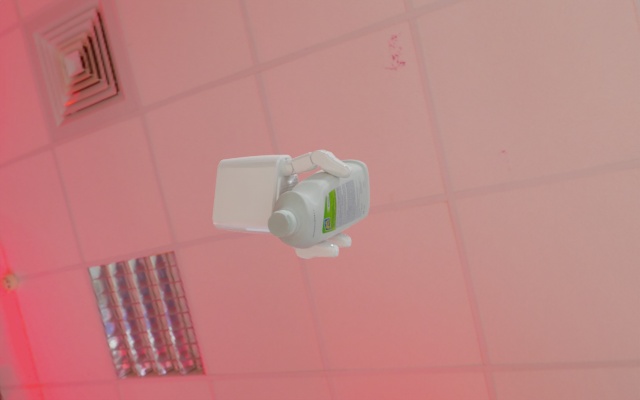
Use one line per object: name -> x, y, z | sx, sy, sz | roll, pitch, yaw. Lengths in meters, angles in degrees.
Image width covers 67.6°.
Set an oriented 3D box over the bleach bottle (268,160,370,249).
bleach bottle -> 0.000, 0.002, 0.661 | 0.068, 0.102, 0.251 | -1, 8, 24
